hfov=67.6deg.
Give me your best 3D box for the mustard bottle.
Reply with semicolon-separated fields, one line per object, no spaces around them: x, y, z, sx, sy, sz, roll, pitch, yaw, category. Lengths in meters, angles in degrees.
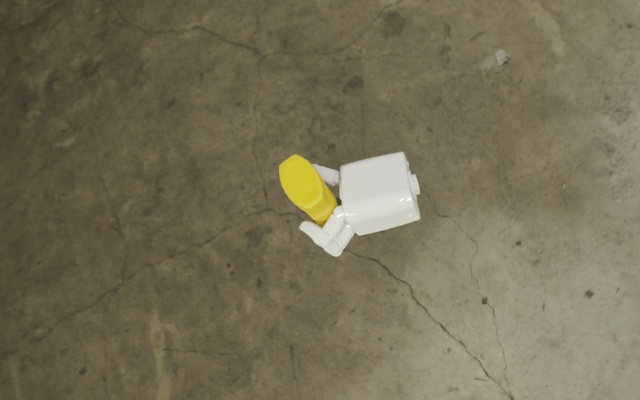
0.000;0.003;0.787;0.058;0.096;0.192;-36;-28;4;mustard bottle
